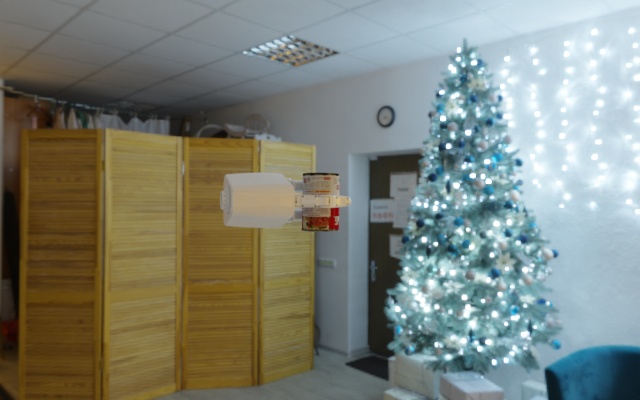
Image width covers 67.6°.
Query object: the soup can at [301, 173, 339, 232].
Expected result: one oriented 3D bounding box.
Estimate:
[{"bbox_3d":[0.001,0.002,0.852,0.068,0.102,0.068,0,0,0],"label":"soup can"}]
